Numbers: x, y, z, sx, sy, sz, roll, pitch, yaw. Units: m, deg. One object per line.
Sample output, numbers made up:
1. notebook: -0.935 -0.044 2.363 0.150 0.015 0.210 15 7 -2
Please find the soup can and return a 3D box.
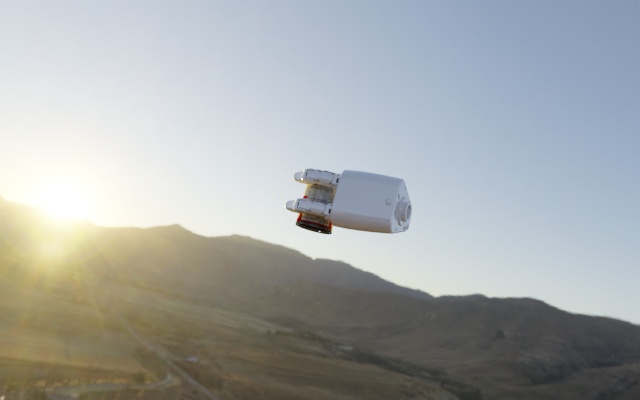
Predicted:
1. soup can: 0.000 0.002 0.857 0.068 0.102 0.068 14 -12 3
